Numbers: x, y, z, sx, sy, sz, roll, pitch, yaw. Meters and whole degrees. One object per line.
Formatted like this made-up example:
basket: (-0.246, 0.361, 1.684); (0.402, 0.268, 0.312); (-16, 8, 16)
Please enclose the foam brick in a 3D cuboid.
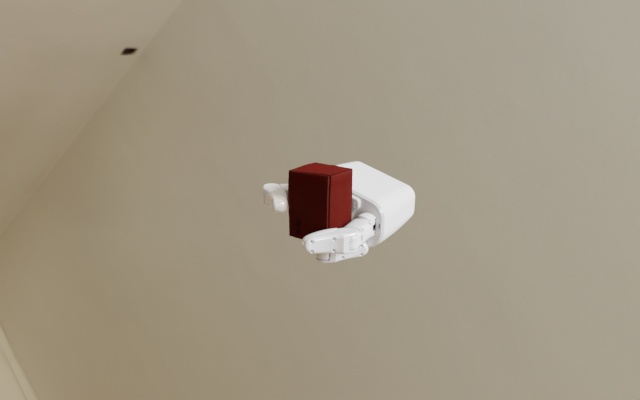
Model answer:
foam brick: (0.000, 0.001, 0.523); (0.053, 0.078, 0.051); (12, 21, 30)
